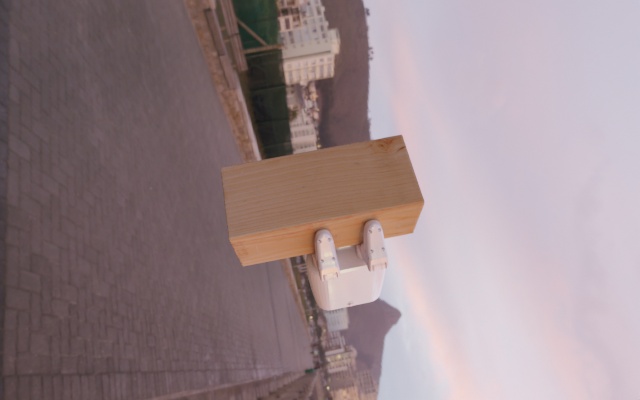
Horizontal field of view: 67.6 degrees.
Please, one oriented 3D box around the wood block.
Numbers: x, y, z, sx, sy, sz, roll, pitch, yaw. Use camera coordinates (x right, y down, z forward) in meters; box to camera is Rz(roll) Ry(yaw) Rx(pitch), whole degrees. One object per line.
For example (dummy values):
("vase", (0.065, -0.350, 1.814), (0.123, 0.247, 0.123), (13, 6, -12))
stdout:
("wood block", (0.000, 0.002, 0.549), (0.206, 0.090, 0.090), (-11, -27, -4))
